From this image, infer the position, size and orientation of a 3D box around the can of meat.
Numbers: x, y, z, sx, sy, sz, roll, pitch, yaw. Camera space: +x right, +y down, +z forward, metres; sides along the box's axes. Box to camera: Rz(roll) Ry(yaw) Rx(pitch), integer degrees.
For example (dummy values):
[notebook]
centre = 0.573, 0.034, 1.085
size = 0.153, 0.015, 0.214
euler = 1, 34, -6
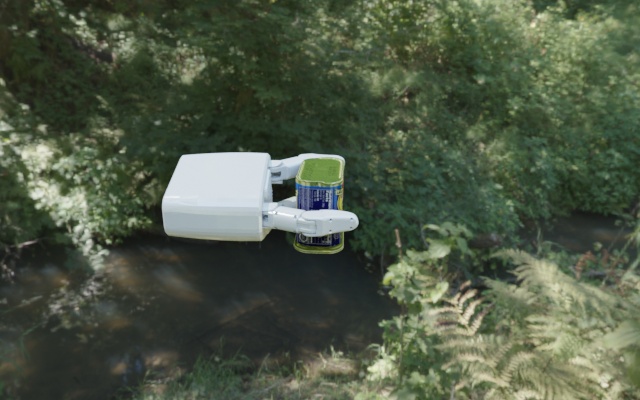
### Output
[can of meat]
centre = 0.000, 0.002, 0.560
size = 0.057, 0.084, 0.102
euler = 2, 21, 3
